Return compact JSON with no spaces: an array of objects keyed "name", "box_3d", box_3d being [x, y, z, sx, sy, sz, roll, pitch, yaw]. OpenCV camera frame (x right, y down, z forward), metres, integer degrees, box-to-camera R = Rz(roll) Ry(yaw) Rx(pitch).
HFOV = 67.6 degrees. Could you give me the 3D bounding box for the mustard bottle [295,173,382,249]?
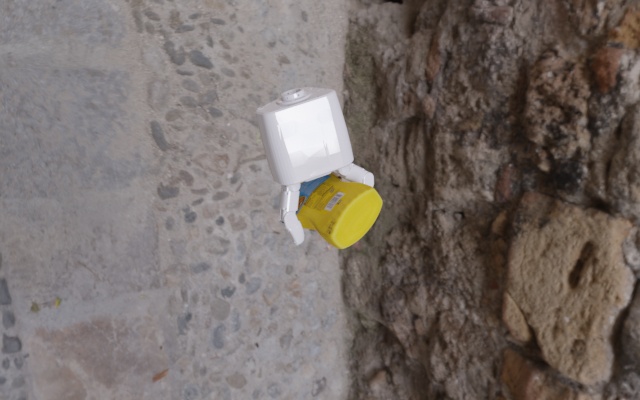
[{"name":"mustard bottle","box_3d":[0.000,0.003,0.723,0.191,0.096,0.058,24,-20,53]}]
